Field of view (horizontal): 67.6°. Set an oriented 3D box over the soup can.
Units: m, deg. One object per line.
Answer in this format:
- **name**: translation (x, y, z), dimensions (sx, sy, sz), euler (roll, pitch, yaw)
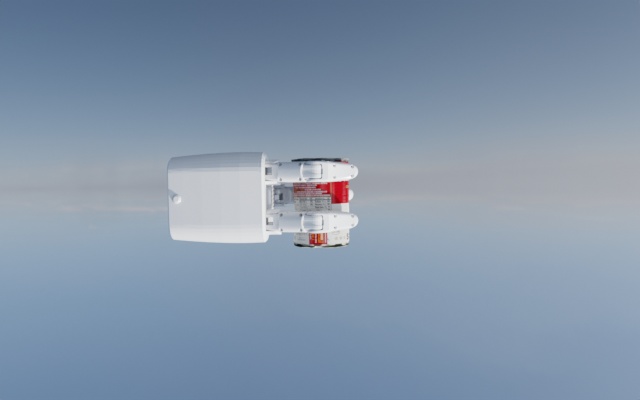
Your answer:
- **soup can**: translation (0.001, 0.002, 0.565), dimensions (0.068, 0.102, 0.068), euler (-1, 2, 0)
